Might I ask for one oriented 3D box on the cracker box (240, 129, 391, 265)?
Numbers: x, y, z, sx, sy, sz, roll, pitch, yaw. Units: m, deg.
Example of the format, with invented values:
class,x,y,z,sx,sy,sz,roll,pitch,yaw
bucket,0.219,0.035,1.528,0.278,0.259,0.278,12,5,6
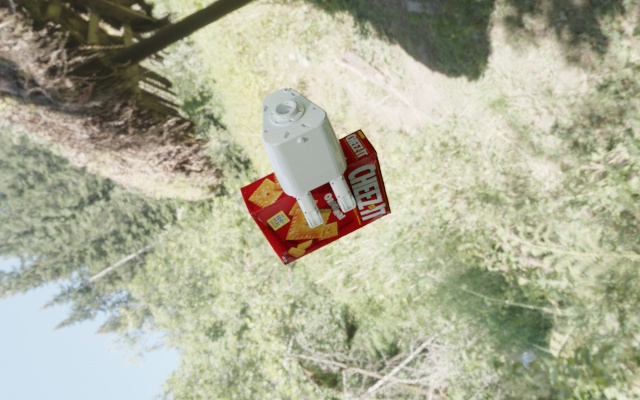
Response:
class,x,y,z,sx,sy,sz,roll,pitch,yaw
cracker box,0.000,0.003,0.785,0.213,0.072,0.164,-26,-40,-2
